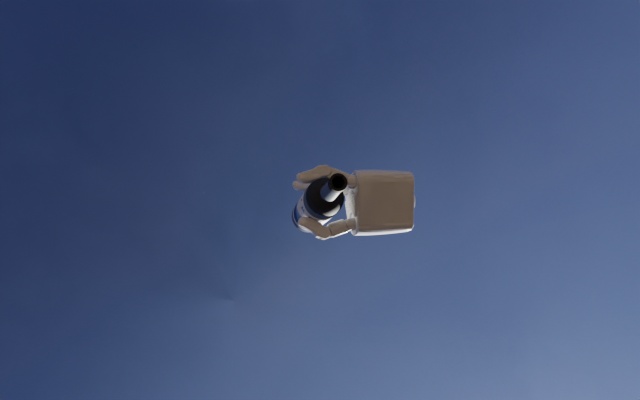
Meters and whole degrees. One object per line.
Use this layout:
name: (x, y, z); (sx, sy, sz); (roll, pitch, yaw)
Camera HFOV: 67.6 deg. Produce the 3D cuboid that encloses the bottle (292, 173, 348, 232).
bottle: (0.000, 0.003, 0.834); (0.069, 0.069, 0.296); (0, -12, -10)
